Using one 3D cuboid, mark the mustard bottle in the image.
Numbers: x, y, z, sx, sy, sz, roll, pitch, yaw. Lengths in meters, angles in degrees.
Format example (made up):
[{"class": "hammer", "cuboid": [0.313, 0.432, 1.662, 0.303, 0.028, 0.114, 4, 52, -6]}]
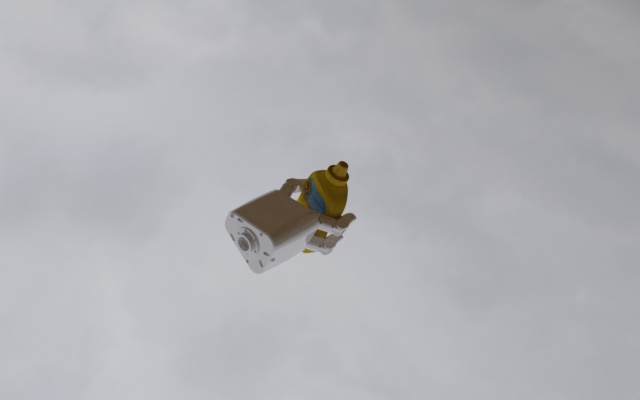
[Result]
[{"class": "mustard bottle", "cuboid": [0.000, 0.003, 0.852, 0.058, 0.096, 0.192, -2, -40, -33]}]
